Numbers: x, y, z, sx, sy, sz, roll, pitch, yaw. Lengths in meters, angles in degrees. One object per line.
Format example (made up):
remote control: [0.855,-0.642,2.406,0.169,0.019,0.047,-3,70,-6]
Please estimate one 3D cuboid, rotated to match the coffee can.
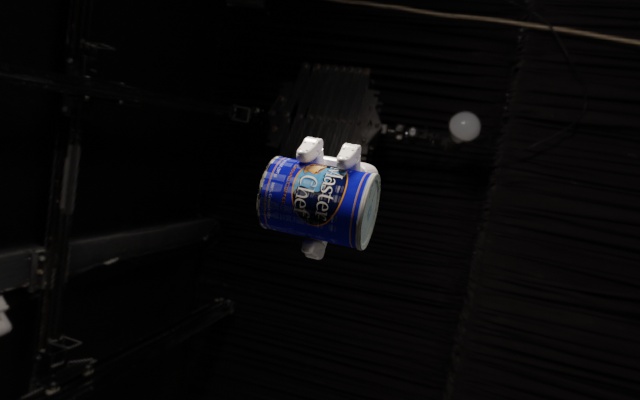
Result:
coffee can: [0.000,0.002,0.640,0.140,0.103,0.103,12,3,16]
